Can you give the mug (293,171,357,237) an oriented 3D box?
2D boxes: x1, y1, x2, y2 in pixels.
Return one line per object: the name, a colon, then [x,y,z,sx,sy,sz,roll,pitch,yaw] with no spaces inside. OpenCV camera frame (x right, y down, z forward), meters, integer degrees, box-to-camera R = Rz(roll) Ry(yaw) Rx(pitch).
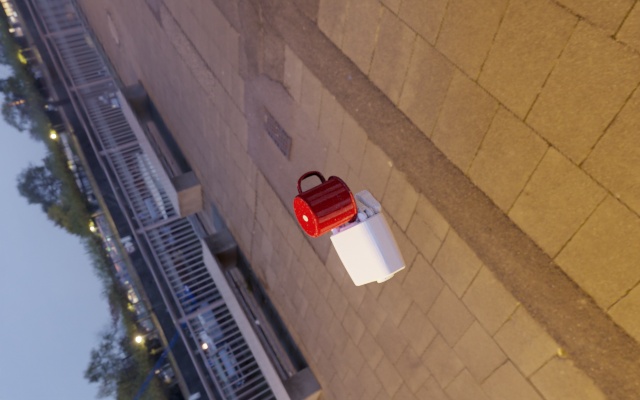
mug: [-0.001,0.002,0.846,0.081,0.117,0.093,-25,-4,-24]
